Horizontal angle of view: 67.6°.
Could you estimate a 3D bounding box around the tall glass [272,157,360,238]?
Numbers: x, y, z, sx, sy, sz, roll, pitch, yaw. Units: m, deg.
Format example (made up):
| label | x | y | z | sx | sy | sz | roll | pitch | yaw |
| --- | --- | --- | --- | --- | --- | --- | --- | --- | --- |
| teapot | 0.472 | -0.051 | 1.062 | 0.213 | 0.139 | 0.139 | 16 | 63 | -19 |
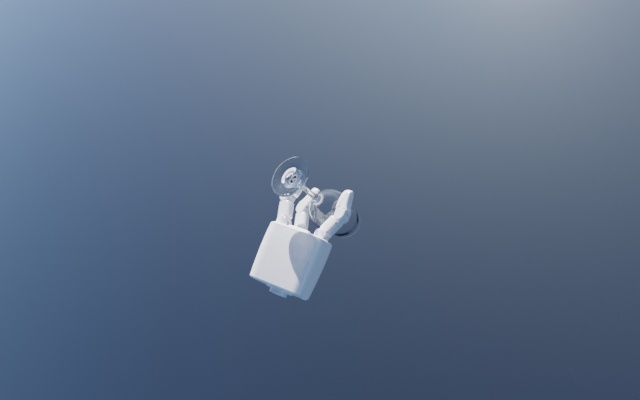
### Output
| label | x | y | z | sx | sy | sz | roll | pitch | yaw |
| --- | --- | --- | --- | --- | --- | --- | --- | --- | --- |
| tall glass | 0.000 | 0.002 | 0.862 | 0.079 | 0.079 | 0.201 | 0 | -25 | 34 |
